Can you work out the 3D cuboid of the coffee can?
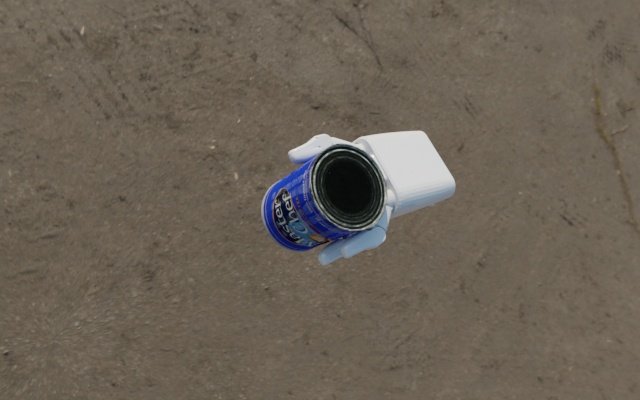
[{"bbox_3d":[0.000,0.002,0.590,0.103,0.102,0.140,0,-14,-29],"label":"coffee can"}]
